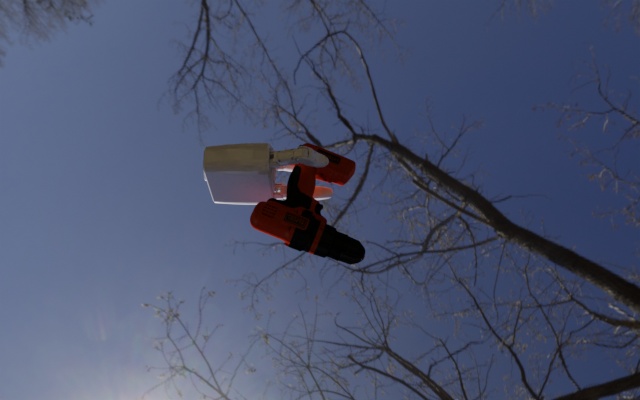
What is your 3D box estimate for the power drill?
[{"bbox_3d":[0.000,0.002,0.772,0.184,0.187,0.057,23,-40,-3],"label":"power drill"}]
